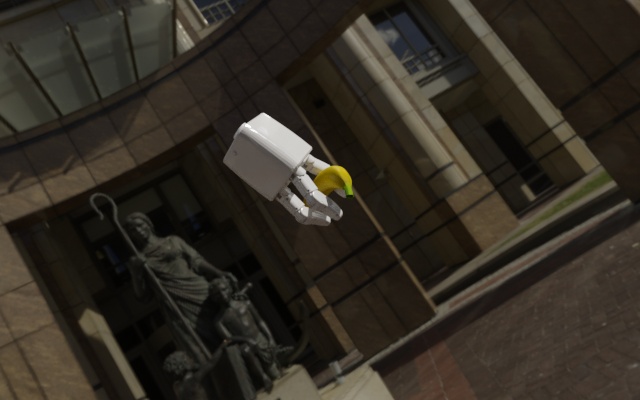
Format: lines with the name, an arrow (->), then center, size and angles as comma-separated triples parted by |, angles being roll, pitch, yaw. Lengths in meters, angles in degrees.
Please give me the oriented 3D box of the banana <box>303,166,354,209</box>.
banana -> 0.005, -0.015, 0.808 | 0.037, 0.069, 0.198 | 18, -20, -17
